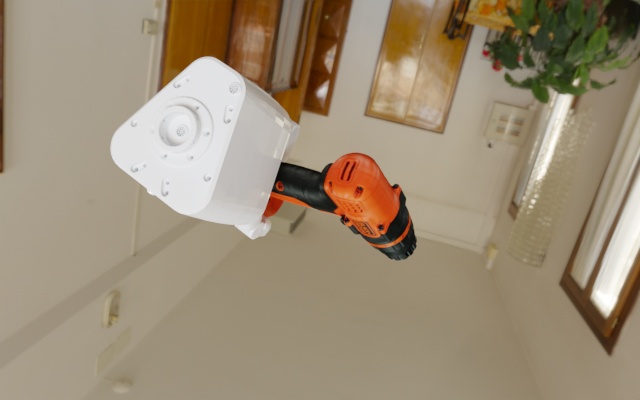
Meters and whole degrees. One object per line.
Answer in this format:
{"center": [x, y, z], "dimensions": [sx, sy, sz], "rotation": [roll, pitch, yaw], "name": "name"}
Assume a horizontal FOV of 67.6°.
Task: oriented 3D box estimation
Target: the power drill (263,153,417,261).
{"center": [0.000, 0.001, 0.492], "dimensions": [0.187, 0.057, 0.184], "rotation": [10, -22, 28], "name": "power drill"}
